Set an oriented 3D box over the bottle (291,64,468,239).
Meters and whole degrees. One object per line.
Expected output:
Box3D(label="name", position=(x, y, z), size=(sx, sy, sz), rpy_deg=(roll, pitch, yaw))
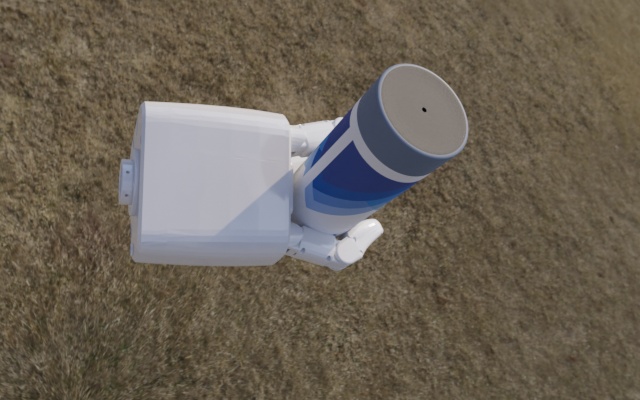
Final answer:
Box3D(label="bottle", position=(0.000, 0.001, 0.406), size=(0.069, 0.069, 0.296), rpy_deg=(0, -22, -27))
